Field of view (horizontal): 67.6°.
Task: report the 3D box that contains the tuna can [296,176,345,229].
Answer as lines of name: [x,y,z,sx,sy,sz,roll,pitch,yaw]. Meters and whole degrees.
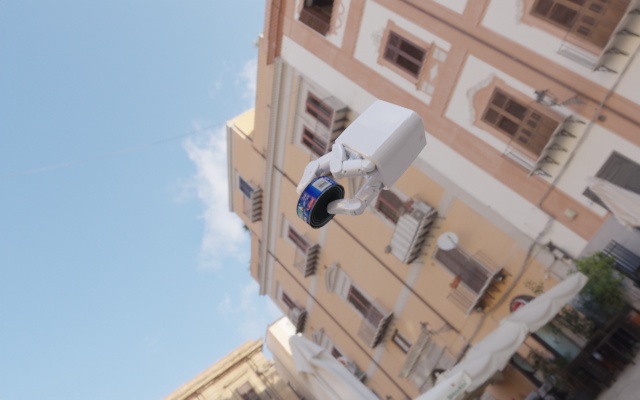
tuna can: [0.000,0.002,0.793,0.033,0.086,0.086,35,18,27]
